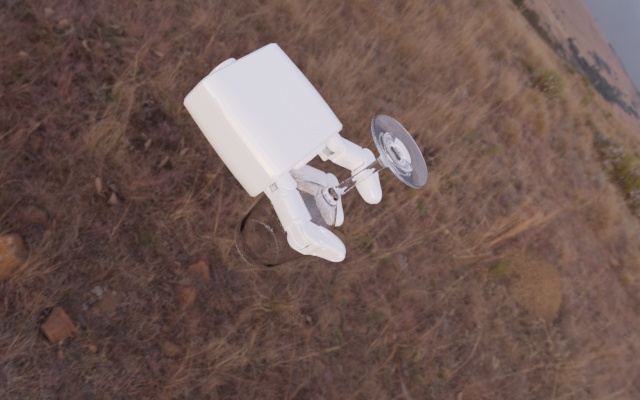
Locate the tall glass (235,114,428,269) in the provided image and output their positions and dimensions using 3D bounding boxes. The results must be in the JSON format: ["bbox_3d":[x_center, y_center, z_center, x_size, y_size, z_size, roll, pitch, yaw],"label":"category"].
[{"bbox_3d":[0.001,0.001,0.466,0.201,0.079,0.079,-33,-20,34],"label":"tall glass"}]
